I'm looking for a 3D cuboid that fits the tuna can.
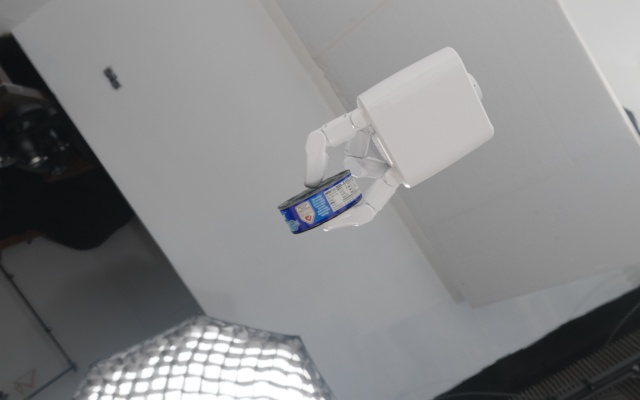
[{"bbox_3d":[0.000,0.002,0.501,0.086,0.034,0.086,-28,5,3],"label":"tuna can"}]
